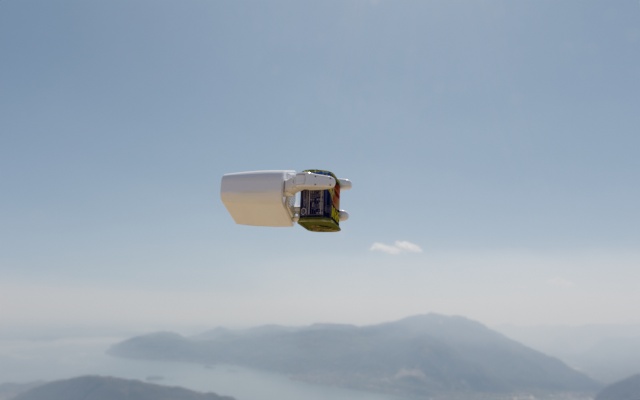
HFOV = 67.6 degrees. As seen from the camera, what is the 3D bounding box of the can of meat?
[{"bbox_3d":[0.000,0.002,0.775,0.057,0.084,0.102,-1,-13,13],"label":"can of meat"}]
